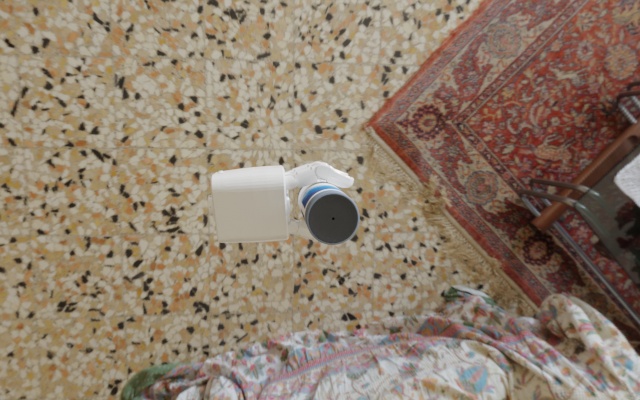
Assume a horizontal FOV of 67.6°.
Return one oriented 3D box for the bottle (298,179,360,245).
[{"bbox_3d":[0.000,0.002,0.732,0.069,0.069,0.295,0,8,-6],"label":"bottle"}]
